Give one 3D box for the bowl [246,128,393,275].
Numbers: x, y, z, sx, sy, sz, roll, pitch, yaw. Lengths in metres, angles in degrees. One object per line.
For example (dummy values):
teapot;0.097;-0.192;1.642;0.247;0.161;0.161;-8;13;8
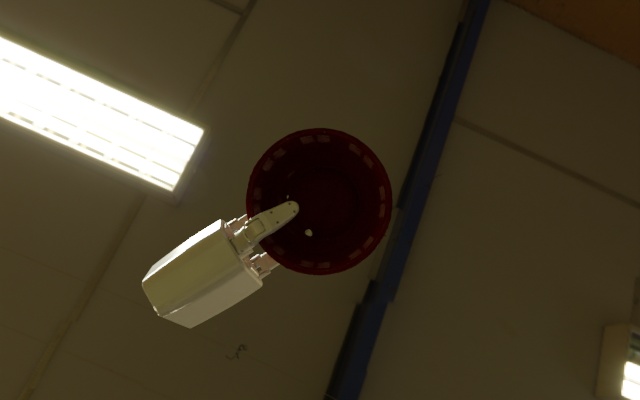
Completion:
bowl;0.001;0.001;0.545;0.162;0.162;0.055;0;-2;7
